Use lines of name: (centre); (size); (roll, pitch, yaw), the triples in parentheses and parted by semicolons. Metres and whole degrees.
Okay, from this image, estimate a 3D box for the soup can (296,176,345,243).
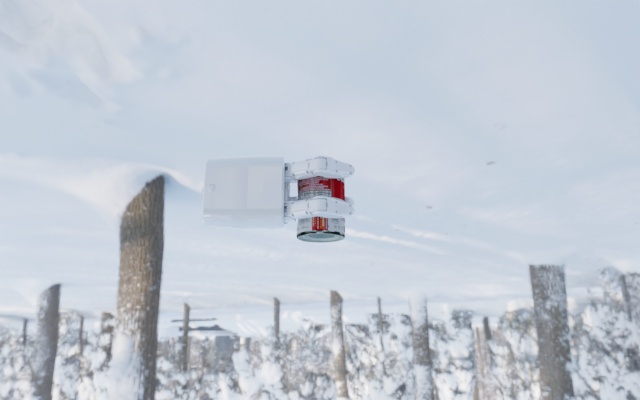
soup can: (0.001, 0.002, 0.656); (0.068, 0.102, 0.068); (0, -15, 0)
